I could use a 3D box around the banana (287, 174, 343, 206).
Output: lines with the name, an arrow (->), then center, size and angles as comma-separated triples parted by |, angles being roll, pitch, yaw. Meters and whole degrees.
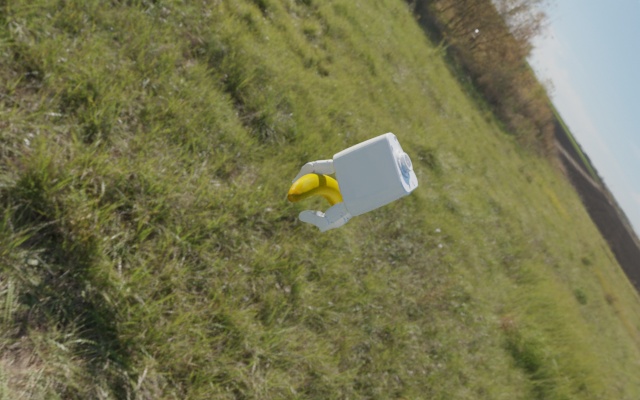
banana -> 0.000, -0.015, 0.857 | 0.037, 0.069, 0.198 | -12, -17, 27
